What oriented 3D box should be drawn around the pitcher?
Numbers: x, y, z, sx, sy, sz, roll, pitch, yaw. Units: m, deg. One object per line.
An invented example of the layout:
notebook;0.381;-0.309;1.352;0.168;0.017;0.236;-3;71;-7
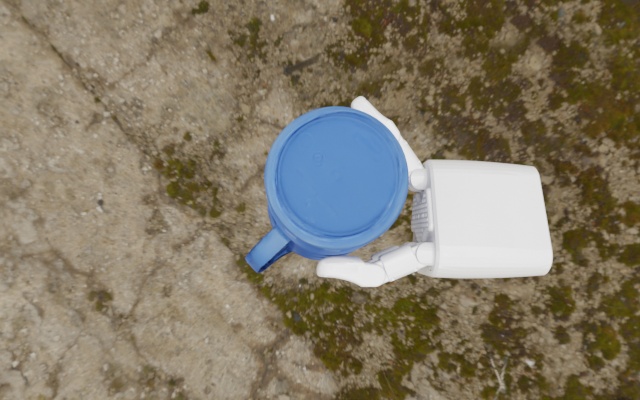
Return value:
pitcher;0.000;0.001;0.462;0.145;0.149;0.243;4;-6;-2
